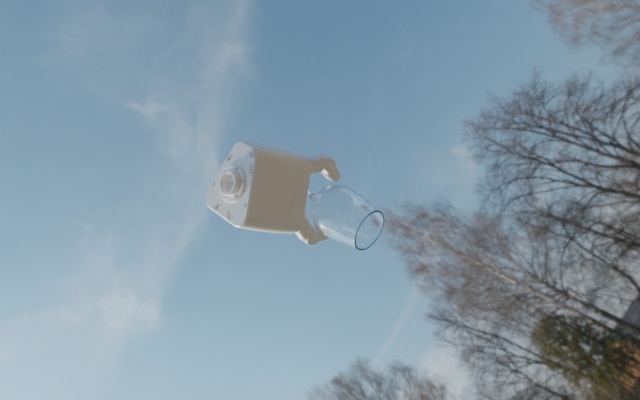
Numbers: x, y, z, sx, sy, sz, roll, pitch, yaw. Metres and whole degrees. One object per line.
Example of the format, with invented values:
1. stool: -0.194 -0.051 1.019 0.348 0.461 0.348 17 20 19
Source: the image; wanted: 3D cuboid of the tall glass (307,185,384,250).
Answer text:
1. tall glass: 0.000 0.002 0.725 0.201 0.079 0.079 30 19 36
